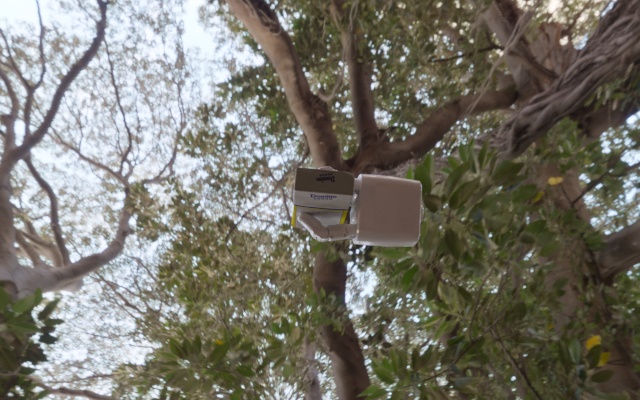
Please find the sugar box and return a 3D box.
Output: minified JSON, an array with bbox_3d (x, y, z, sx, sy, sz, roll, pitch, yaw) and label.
[{"bbox_3d":[0.000,0.002,0.802,0.093,0.048,0.176,5,-24,-3],"label":"sugar box"}]
